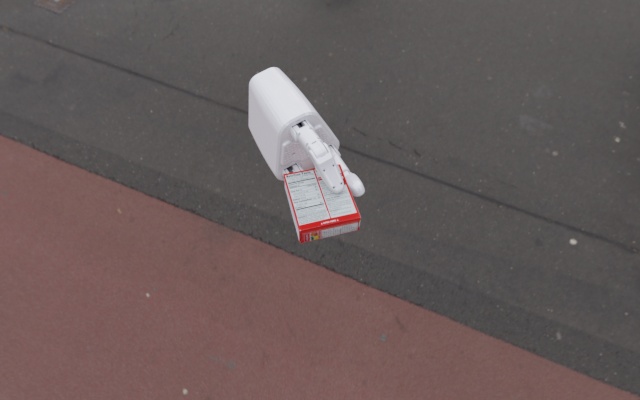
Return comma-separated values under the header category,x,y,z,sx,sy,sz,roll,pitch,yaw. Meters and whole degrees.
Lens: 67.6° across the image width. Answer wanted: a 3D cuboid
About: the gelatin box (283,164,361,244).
category,x,y,z,sx,sy,sz,roll,pitch,yaw
gelatin box,0.000,0.002,0.571,0.073,0.089,0.030,-12,-36,-9
